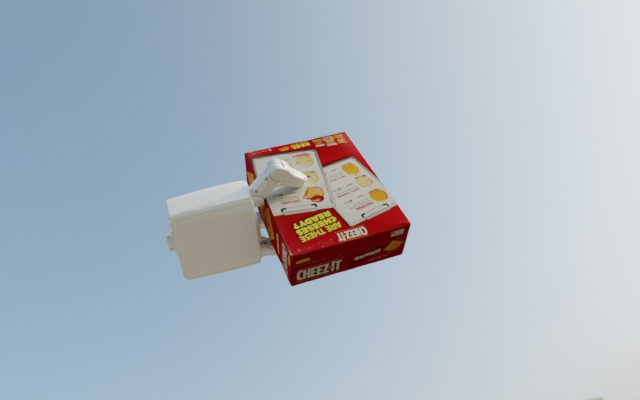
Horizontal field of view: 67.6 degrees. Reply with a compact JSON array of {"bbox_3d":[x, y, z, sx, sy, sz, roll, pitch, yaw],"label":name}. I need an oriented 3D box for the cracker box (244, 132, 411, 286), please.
[{"bbox_3d":[0.000,0.002,0.671,0.164,0.072,0.213,-14,46,-16],"label":"cracker box"}]
